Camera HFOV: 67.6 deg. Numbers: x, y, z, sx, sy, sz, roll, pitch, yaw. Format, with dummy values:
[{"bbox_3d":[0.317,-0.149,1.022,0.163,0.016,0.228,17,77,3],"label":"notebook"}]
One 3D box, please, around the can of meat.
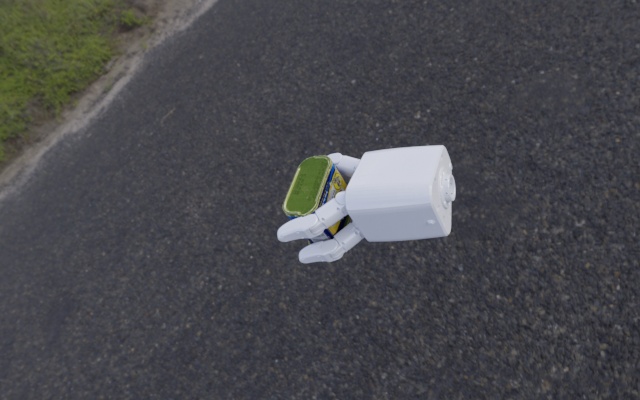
[{"bbox_3d":[0.000,0.002,0.646,0.057,0.102,0.084,-1,-35,31],"label":"can of meat"}]
